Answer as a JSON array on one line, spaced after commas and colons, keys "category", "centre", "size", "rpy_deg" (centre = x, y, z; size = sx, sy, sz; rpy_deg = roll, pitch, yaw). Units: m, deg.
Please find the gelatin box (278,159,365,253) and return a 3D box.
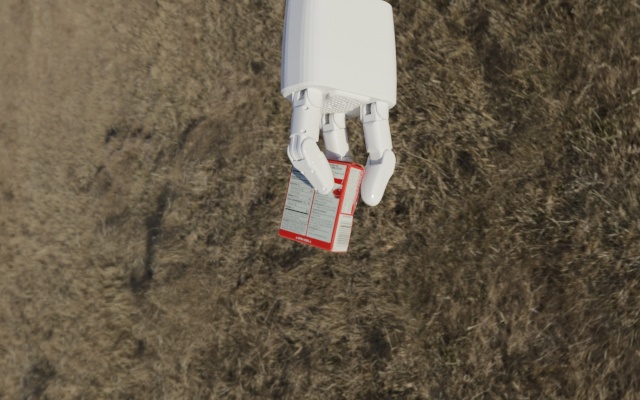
[{"category": "gelatin box", "centre": [0.000, 0.002, 0.485], "size": [0.073, 0.089, 0.030], "rpy_deg": [12, 1, 38]}]
